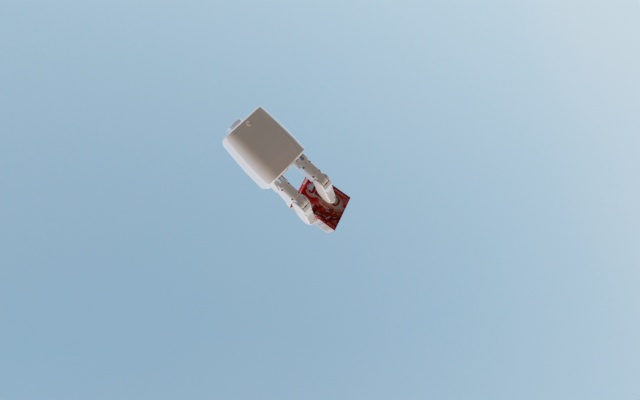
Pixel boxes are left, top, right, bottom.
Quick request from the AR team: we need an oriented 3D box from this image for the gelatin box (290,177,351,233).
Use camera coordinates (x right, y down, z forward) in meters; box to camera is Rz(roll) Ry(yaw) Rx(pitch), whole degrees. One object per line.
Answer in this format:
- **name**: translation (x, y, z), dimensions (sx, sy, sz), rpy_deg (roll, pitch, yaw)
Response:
- **gelatin box**: translation (0.000, 0.003, 0.840), dimensions (0.089, 0.073, 0.030), rpy_deg (35, -27, -16)
